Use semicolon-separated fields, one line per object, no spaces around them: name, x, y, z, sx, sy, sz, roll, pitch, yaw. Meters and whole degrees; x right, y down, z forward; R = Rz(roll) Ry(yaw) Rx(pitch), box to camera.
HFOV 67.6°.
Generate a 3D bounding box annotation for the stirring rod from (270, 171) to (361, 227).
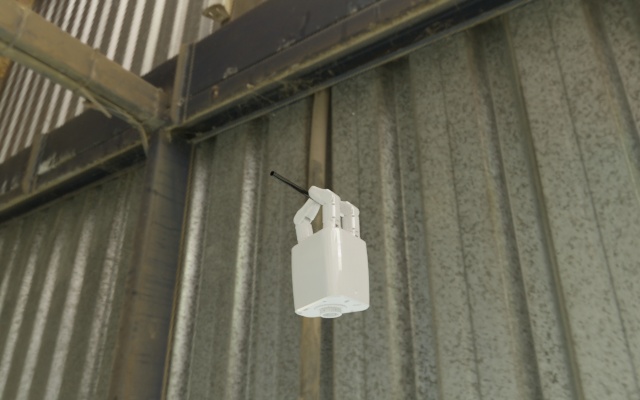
stirring rod;0.000;0.003;0.794;0.011;0.011;0.240;0;-21;40
